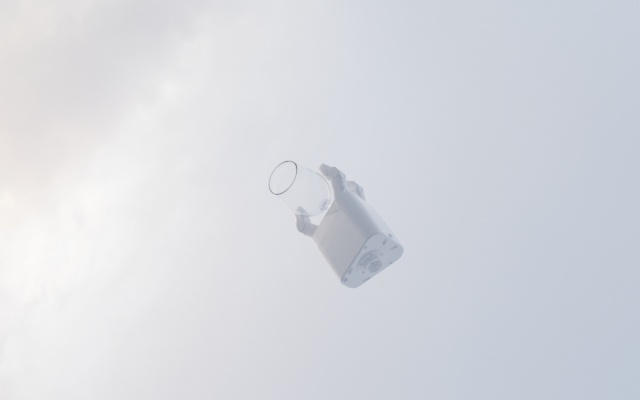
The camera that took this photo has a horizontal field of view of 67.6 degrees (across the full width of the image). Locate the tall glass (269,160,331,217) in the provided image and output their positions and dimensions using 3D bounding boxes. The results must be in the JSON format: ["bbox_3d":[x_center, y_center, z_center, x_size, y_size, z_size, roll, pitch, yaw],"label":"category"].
[{"bbox_3d":[0.000,0.003,0.835,0.079,0.079,0.201,0,-24,43],"label":"tall glass"}]
